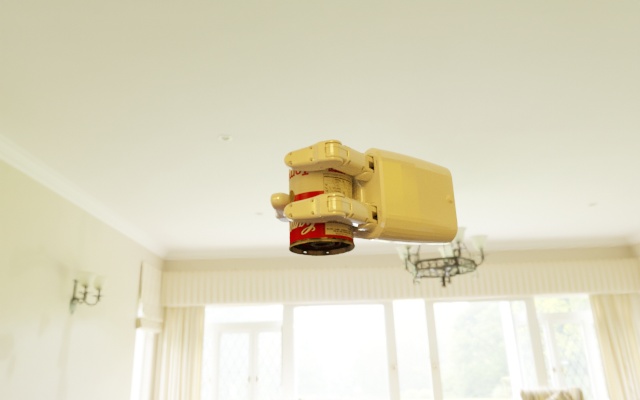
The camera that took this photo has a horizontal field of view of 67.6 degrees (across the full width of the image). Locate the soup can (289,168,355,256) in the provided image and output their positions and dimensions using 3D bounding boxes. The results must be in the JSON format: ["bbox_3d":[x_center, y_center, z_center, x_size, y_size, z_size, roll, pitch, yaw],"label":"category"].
[{"bbox_3d":[0.000,0.001,0.503,0.068,0.102,0.068,-2,-18,-1],"label":"soup can"}]
